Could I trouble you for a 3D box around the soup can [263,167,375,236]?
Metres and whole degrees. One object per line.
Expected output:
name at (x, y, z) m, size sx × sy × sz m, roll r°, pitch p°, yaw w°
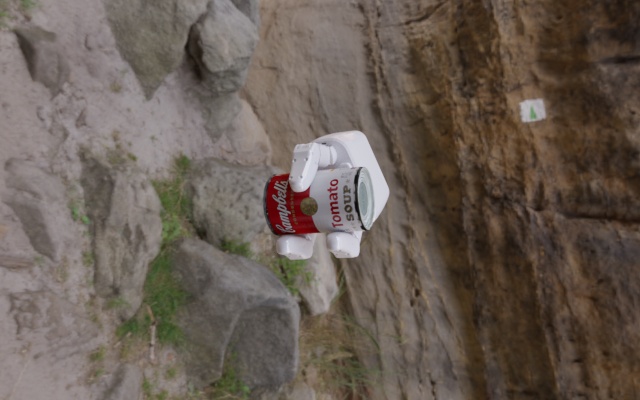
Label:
soup can at (0.000, 0.002, 0.503) m, size 0.102 × 0.068 × 0.068 m, roll -4°, pitch -2°, yaw 20°
